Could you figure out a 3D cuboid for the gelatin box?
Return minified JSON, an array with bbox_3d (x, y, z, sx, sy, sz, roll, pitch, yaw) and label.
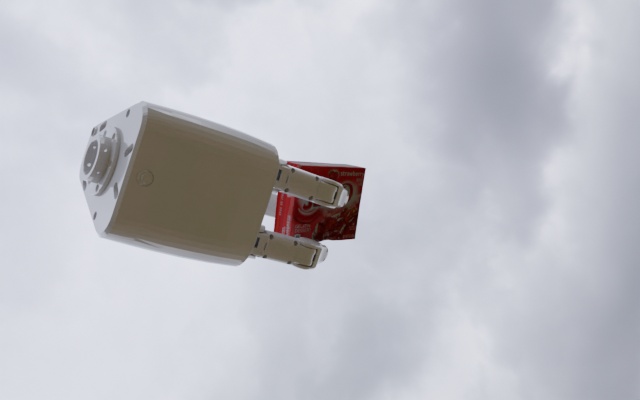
[{"bbox_3d":[0.000,0.001,0.451,0.089,0.073,0.030,-1,13,-44],"label":"gelatin box"}]
